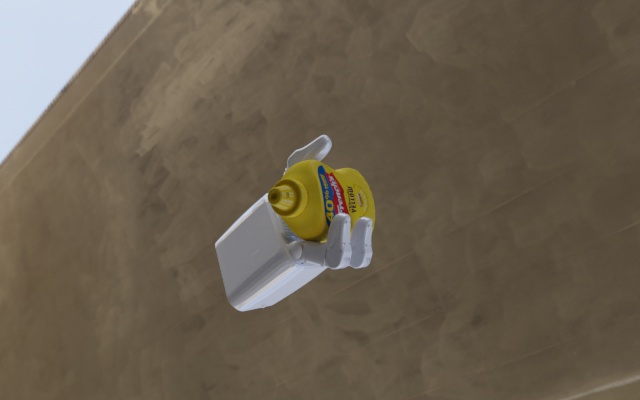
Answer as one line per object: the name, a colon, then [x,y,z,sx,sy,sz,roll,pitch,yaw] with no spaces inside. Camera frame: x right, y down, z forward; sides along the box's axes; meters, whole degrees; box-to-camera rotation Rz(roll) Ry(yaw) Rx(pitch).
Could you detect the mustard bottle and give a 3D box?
mustard bottle: [0.000,0.002,0.564,0.058,0.096,0.191,-13,-10,29]
